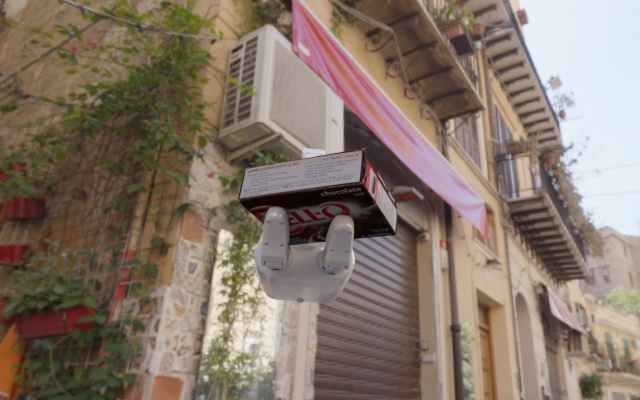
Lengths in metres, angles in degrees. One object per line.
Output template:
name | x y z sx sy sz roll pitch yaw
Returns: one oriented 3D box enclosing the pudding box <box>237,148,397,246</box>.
pudding box | 0.000 0.001 0.411 0.113 0.039 0.090 -10 -32 22
